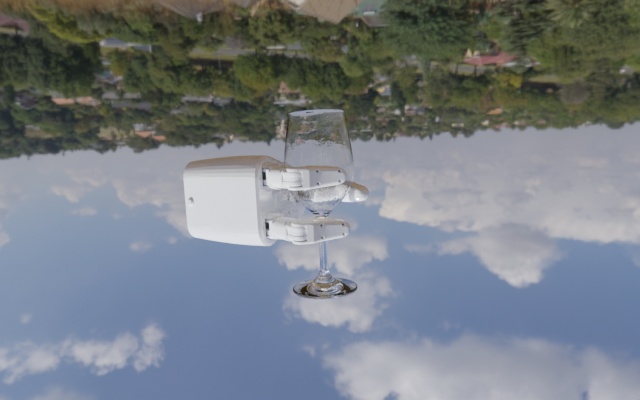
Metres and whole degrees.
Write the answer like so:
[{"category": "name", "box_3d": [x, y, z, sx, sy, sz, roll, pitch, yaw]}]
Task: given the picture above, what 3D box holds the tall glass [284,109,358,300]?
[{"category": "tall glass", "box_3d": [0.000, 0.002, 0.532, 0.079, 0.201, 0.079, -3, 8, 0]}]
